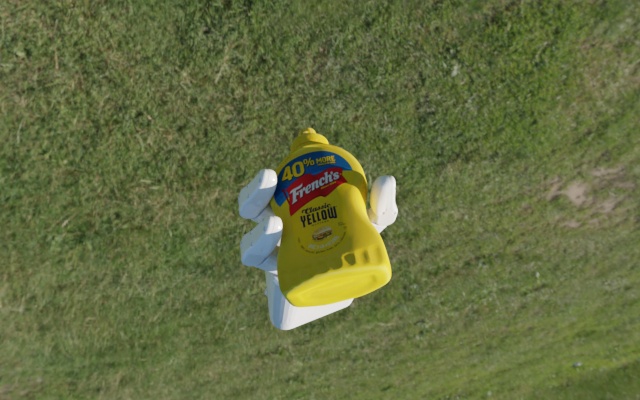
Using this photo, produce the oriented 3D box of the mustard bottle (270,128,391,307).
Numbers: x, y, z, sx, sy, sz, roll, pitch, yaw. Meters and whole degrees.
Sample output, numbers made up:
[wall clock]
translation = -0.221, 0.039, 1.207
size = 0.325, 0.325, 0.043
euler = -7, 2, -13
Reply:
[mustard bottle]
translation = 0.000, 0.002, 0.461
size = 0.096, 0.191, 0.058
euler = -17, -38, 8
